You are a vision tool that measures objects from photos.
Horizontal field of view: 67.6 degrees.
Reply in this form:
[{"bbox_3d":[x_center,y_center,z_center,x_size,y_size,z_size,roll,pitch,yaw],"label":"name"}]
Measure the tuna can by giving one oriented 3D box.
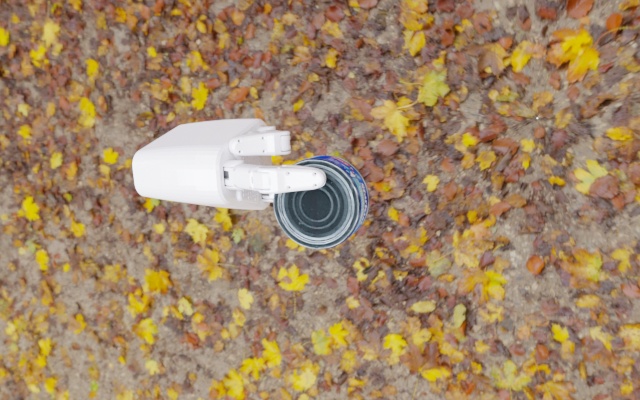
[{"bbox_3d":[0.000,0.002,0.444,0.086,0.086,0.033,0,9,19],"label":"tuna can"}]
